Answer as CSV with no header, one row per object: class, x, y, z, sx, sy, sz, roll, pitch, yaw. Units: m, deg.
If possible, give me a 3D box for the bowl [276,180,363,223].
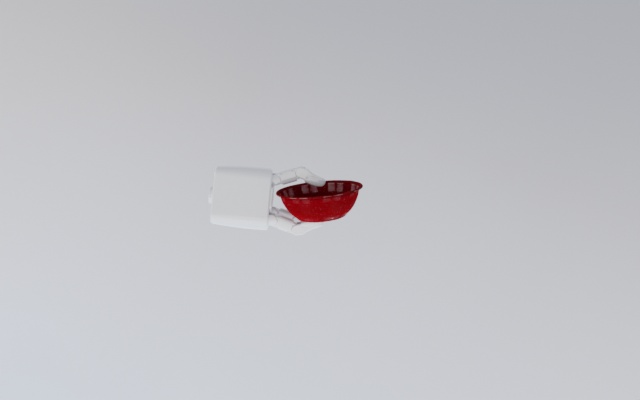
bowl,0.001,0.003,0.886,0.162,0.055,0.162,-6,12,1
